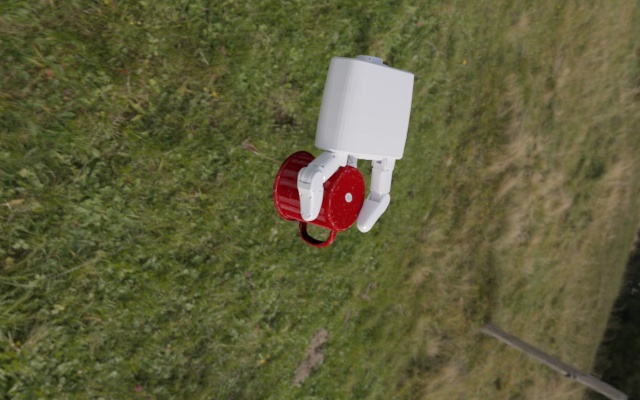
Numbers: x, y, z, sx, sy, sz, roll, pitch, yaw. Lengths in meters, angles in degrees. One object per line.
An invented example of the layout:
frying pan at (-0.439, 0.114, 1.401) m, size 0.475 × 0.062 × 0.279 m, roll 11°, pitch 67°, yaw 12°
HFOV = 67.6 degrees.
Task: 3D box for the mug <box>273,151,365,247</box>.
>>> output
mug at (0.000, 0.003, 0.596) m, size 0.081 × 0.117 × 0.093 m, roll 16°, pitch 13°, yaw 35°
